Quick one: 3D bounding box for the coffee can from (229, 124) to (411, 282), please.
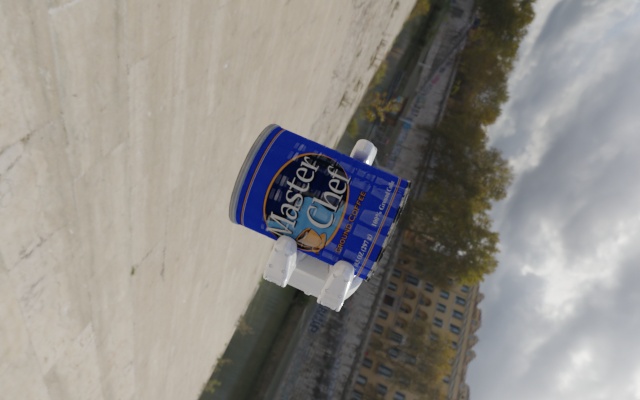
[{"bbox_3d":[0.000,0.001,0.450,0.140,0.103,0.103,23,2,5],"label":"coffee can"}]
